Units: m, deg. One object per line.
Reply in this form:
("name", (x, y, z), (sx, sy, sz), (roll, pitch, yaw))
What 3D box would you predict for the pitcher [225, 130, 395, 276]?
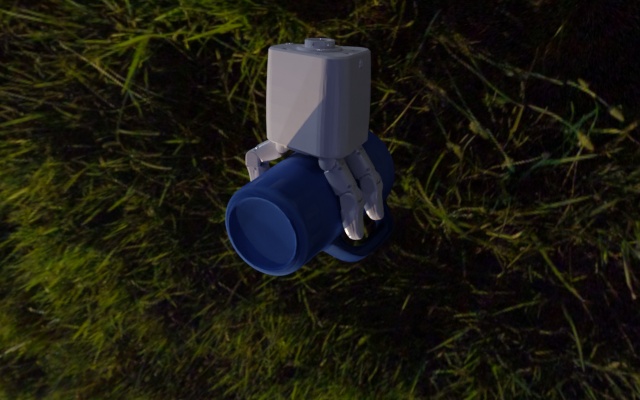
("pitcher", (0.000, 0.002, 0.605), (0.149, 0.145, 0.242), (14, 27, 24))
